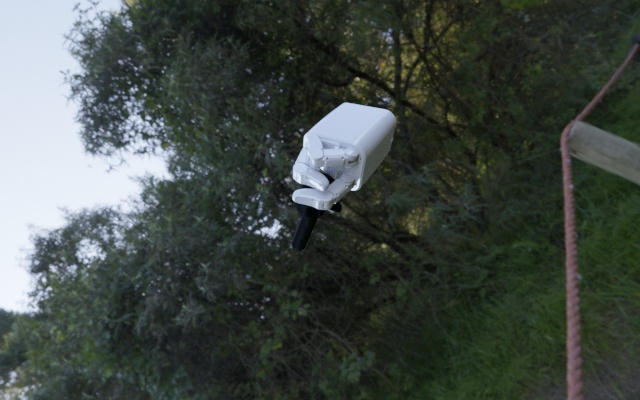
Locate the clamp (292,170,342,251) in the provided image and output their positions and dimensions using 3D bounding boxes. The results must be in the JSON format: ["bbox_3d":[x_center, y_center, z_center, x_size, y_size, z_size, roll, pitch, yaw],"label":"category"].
[{"bbox_3d":[0.000,0.002,0.795,0.039,0.172,0.120,32,54,16],"label":"clamp"}]
